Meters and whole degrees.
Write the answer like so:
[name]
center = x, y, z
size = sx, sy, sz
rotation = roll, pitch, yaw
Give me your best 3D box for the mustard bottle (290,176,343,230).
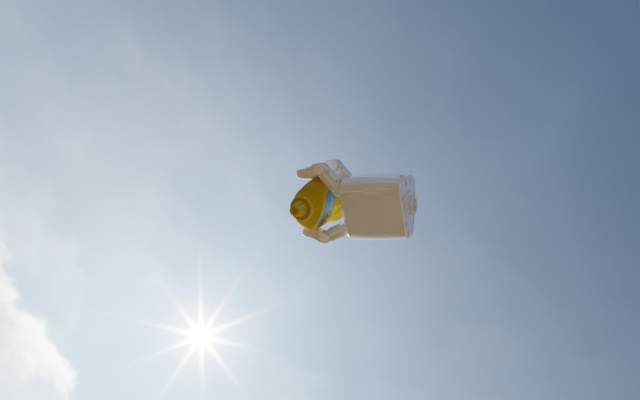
[mustard bottle]
center = 0.000, 0.003, 0.864
size = 0.058, 0.096, 0.191
rotation = 26, 20, 21
